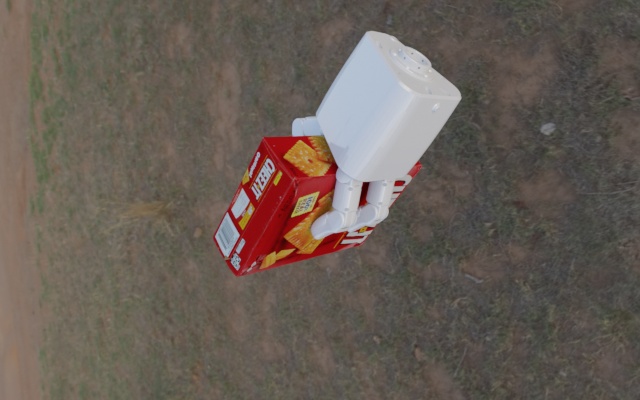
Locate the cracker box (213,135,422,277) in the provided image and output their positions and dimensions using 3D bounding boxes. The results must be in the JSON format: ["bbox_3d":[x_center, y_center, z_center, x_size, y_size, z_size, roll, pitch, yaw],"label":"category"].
[{"bbox_3d":[0.000,0.002,0.574,0.213,0.072,0.164,-8,-37,-43],"label":"cracker box"}]
